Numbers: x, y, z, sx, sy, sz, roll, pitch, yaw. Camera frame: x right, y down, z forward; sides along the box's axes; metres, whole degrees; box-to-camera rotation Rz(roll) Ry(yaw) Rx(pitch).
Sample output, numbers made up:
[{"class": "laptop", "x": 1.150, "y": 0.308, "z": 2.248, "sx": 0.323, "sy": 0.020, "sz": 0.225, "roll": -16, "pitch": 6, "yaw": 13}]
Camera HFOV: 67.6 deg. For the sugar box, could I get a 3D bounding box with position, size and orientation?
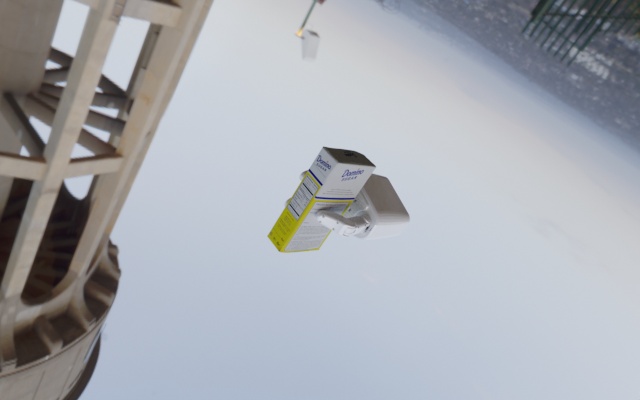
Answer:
[{"class": "sugar box", "x": 0.000, "y": 0.002, "z": 0.724, "sx": 0.093, "sy": 0.176, "sz": 0.048, "roll": 2, "pitch": 37, "yaw": -49}]
